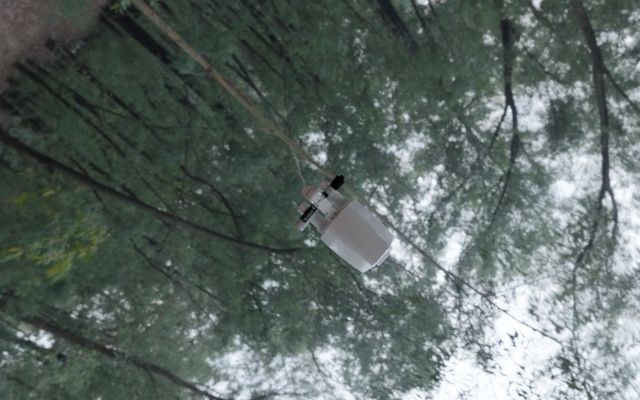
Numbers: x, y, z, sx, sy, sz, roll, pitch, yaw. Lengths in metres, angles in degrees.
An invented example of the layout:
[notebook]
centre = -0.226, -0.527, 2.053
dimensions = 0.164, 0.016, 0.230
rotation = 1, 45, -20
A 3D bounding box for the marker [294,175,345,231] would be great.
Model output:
[marker]
centre = 0.000, 0.003, 0.838
dimensions = 0.020, 0.121, 0.020
rotation = 41, -1, 1
